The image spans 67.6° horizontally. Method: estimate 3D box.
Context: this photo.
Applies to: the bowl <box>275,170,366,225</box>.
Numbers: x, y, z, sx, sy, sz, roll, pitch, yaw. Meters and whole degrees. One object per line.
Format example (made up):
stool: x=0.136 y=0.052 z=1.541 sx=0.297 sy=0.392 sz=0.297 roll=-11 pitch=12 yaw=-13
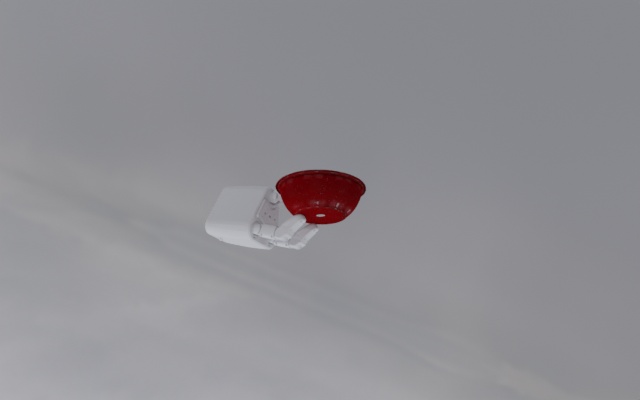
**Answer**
bowl: x=0.001 y=0.003 z=0.841 sx=0.162 sy=0.055 sz=0.162 roll=1 pitch=-21 yaw=0
